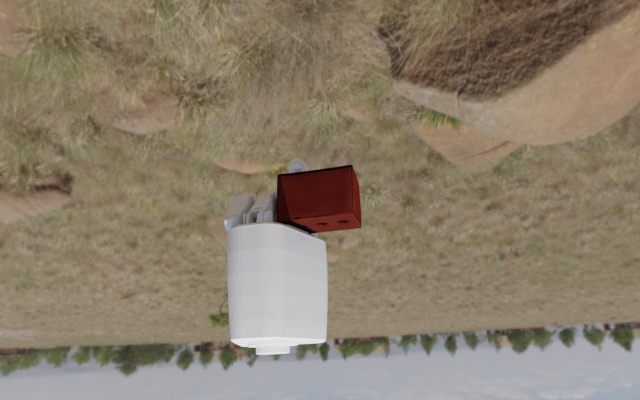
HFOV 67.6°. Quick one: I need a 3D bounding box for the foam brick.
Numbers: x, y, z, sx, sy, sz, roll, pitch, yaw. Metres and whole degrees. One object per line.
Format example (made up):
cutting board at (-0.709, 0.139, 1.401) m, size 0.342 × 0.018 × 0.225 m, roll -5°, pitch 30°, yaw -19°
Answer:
foam brick at (0.000, 0.001, 0.485) m, size 0.078 × 0.051 × 0.053 m, roll -7°, pitch -22°, yaw 13°
